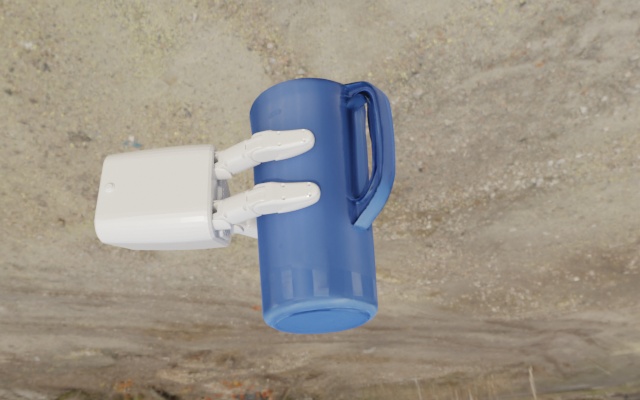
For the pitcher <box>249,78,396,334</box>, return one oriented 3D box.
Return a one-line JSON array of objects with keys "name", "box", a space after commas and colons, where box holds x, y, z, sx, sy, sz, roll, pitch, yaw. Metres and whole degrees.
[{"name": "pitcher", "box": [0.000, 0.002, 0.487, 0.145, 0.242, 0.149, -3, -27, -3]}]
